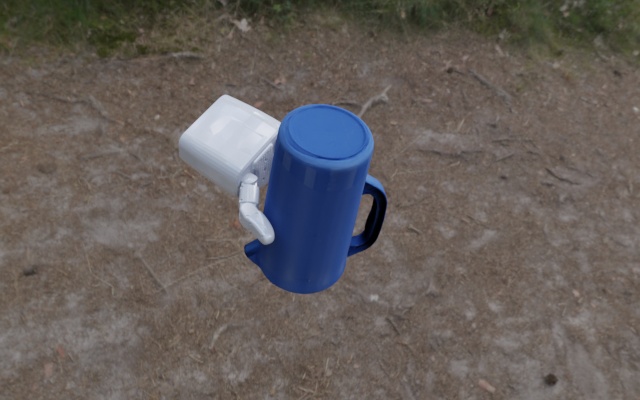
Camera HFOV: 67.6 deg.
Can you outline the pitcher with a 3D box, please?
[{"bbox_3d":[0.000,0.002,0.613,0.145,0.243,0.149,33,51,17],"label":"pitcher"}]
